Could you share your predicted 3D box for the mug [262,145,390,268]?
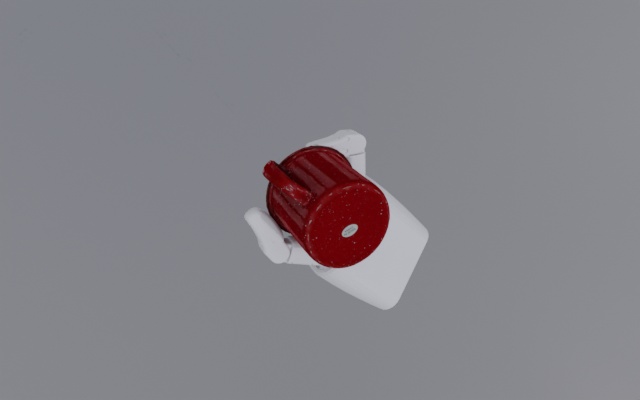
[{"bbox_3d":[-0.001,0.001,0.417,0.117,0.093,0.081,35,5,-34],"label":"mug"}]
